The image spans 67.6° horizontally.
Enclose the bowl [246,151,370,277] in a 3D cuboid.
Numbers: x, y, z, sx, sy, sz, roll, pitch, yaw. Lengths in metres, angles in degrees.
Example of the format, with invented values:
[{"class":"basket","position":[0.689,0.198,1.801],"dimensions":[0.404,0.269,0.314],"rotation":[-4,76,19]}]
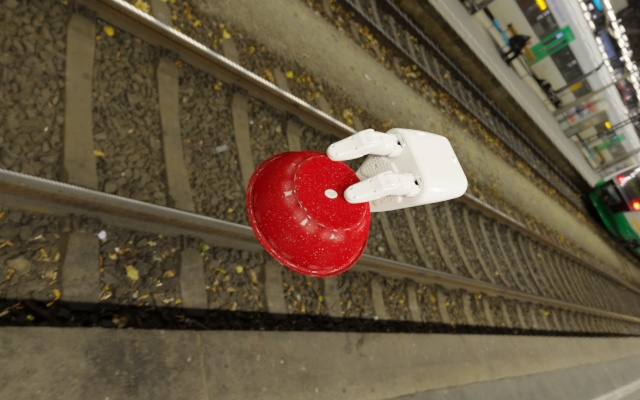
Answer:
[{"class":"bowl","position":[-0.001,0.002,0.542],"dimensions":[0.162,0.162,0.055],"rotation":[0,-25,-31]}]
